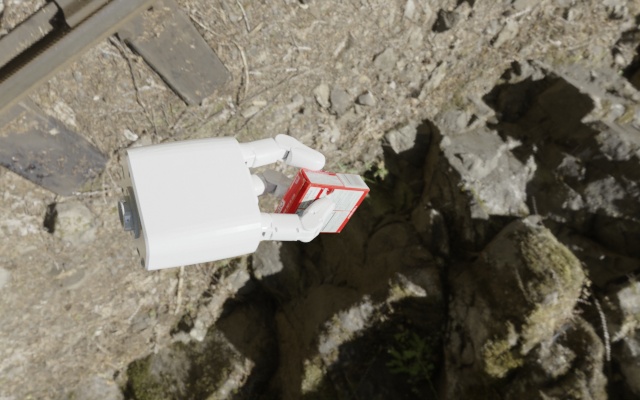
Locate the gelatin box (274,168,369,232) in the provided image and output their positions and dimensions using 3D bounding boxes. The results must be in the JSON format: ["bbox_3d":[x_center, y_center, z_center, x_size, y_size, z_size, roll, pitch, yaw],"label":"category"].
[{"bbox_3d":[0.001,0.002,0.543,0.089,0.073,0.030,4,42,-38],"label":"gelatin box"}]
